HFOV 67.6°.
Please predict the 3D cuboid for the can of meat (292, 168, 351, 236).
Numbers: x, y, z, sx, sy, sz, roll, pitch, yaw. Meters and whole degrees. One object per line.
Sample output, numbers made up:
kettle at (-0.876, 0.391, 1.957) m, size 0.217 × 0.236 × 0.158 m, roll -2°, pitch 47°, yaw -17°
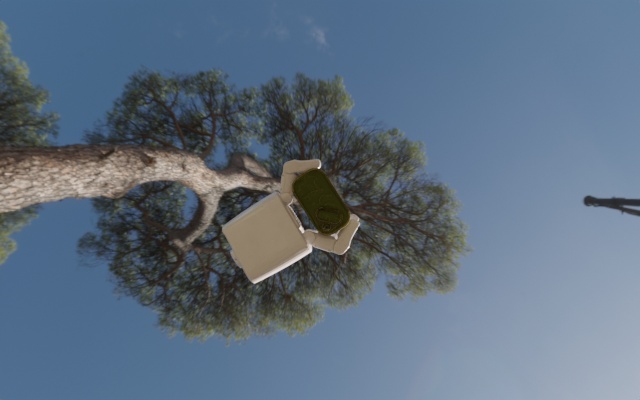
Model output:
can of meat at (0.000, 0.002, 0.757) m, size 0.057 × 0.102 × 0.084 m, roll -33°, pitch 0°, yaw -1°
